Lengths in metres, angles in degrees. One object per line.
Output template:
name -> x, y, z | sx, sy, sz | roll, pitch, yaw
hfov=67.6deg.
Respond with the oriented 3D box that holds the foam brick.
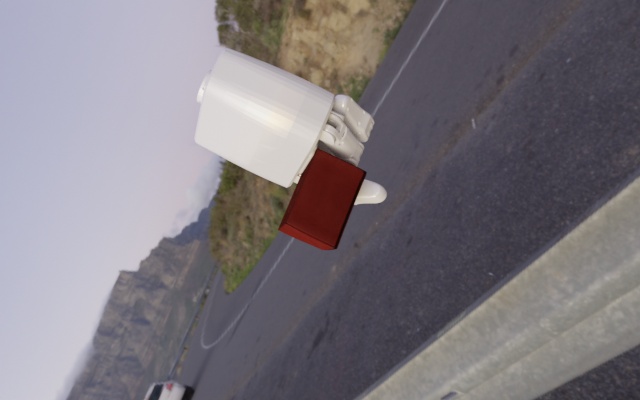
foam brick -> 0.000, 0.002, 0.446 | 0.051, 0.078, 0.053 | 24, -14, -9
